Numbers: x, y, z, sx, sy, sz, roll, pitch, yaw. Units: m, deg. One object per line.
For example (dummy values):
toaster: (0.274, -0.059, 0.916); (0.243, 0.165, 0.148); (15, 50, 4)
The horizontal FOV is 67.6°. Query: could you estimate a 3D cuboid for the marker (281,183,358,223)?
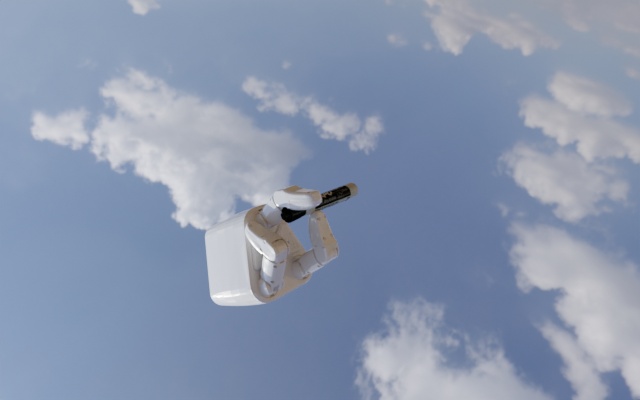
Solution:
marker: (0.000, 0.002, 0.559); (0.020, 0.020, 0.121); (0, 15, 44)
